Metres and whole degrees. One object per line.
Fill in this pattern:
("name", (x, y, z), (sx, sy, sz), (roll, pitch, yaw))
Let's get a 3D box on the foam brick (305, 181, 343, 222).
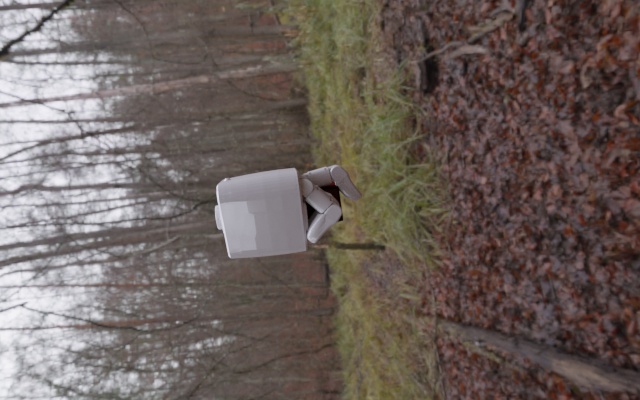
("foam brick", (0.000, 0.002, 0.701), (0.051, 0.053, 0.078), (-9, 8, -4))
